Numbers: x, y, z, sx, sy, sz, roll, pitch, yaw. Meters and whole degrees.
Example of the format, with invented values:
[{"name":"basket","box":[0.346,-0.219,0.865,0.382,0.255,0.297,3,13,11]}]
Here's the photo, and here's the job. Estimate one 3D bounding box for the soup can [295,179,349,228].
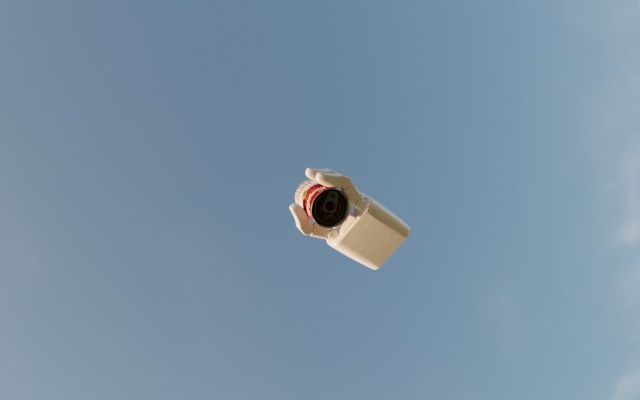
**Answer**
[{"name":"soup can","box":[0.000,0.003,0.839,0.068,0.068,0.102,0,12,-20]}]
